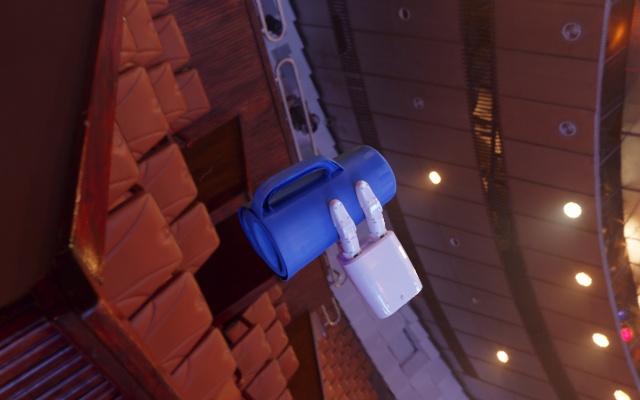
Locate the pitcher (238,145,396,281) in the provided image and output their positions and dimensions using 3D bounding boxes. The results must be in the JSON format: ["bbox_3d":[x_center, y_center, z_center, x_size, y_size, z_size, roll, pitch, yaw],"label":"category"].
[{"bbox_3d":[0.000,0.003,0.759,0.243,0.145,0.149,-33,4,-22],"label":"pitcher"}]
